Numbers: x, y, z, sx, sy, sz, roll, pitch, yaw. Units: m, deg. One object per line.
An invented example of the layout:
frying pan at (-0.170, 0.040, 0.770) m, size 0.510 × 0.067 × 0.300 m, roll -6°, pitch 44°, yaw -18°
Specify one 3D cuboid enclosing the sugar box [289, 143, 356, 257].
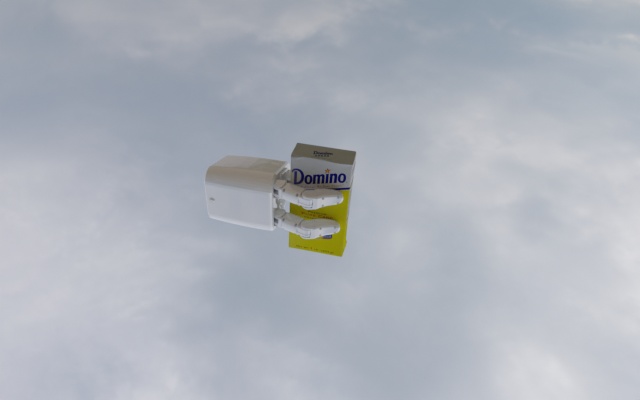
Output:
sugar box at (0.000, 0.003, 0.738) m, size 0.093 × 0.176 × 0.048 m, roll 9°, pitch 38°, yaw 8°
